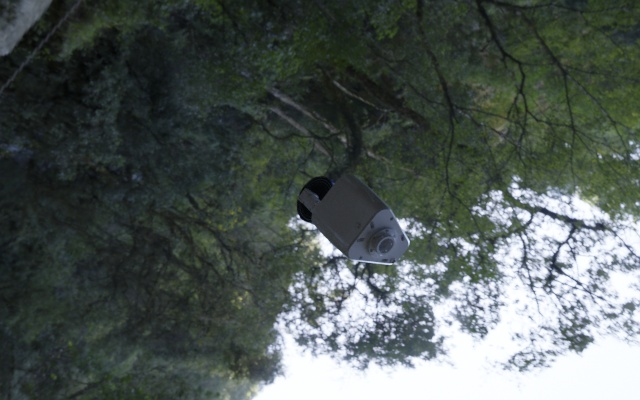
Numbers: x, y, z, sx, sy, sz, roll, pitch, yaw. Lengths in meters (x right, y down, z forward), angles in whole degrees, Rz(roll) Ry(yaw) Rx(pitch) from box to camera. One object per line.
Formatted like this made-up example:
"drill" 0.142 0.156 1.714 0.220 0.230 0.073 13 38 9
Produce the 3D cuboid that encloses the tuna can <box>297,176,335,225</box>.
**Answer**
"tuna can" 0.000 0.003 0.839 0.086 0.086 0.034 0 -20 45
